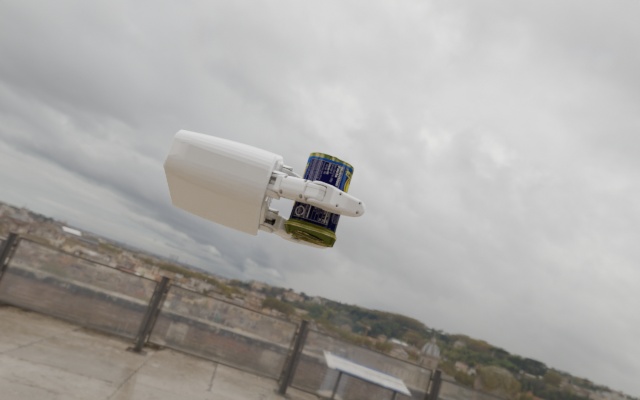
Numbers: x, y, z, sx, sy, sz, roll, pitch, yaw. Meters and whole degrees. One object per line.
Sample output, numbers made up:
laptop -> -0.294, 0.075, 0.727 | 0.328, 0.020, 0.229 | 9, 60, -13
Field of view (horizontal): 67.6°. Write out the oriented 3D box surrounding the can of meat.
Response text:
can of meat -> 0.000, 0.001, 0.540 | 0.057, 0.084, 0.102 | 17, -12, 2
